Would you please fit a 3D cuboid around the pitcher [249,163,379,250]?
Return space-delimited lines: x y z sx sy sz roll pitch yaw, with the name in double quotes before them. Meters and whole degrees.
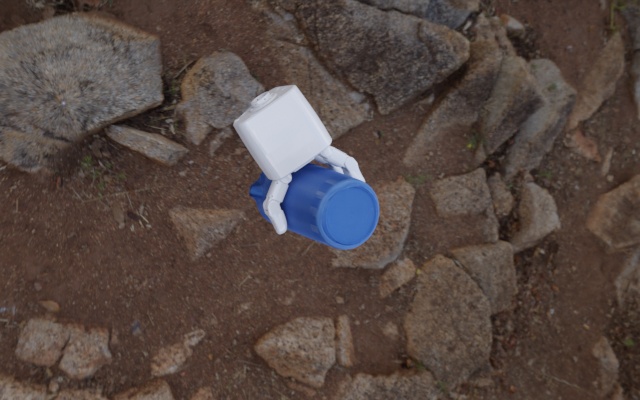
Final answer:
"pitcher" 0.000 0.003 0.807 0.149 0.145 0.243 -41 25 -15
